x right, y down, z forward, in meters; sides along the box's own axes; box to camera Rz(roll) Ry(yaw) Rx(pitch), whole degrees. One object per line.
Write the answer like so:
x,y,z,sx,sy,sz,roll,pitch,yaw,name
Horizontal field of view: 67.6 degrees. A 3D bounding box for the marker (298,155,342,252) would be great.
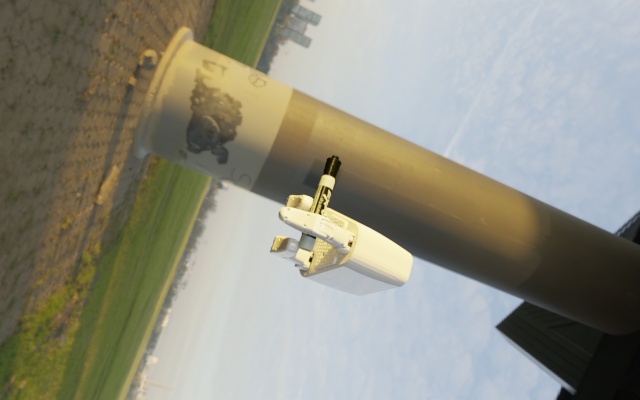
0.000,0.002,0.569,0.020,0.121,0.020,17,-14,5,marker
